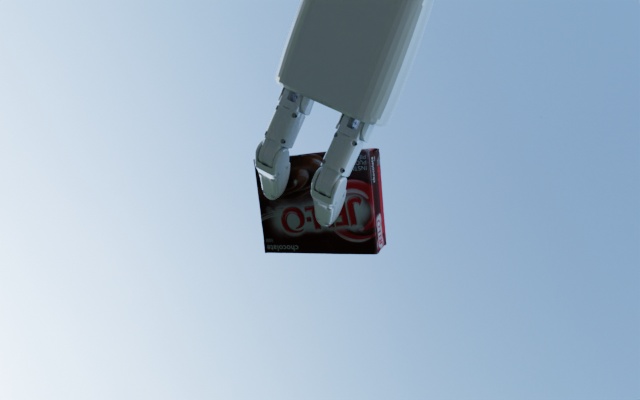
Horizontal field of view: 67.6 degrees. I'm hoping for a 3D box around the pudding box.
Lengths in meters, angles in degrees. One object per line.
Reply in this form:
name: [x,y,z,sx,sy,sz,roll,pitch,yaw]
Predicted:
pudding box: [0.000,0.001,0.432,0.113,0.090,0.039,-2,9,25]
